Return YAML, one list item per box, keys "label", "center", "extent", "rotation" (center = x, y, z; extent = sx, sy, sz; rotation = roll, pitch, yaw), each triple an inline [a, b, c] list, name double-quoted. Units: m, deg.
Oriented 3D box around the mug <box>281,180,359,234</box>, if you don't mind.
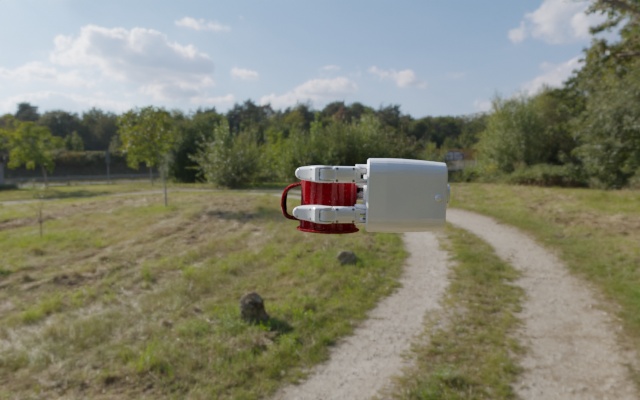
- label: "mug"
  center: [-0.001, 0.002, 0.704]
  extent: [0.117, 0.081, 0.093]
  rotation: [2, 4, 4]
